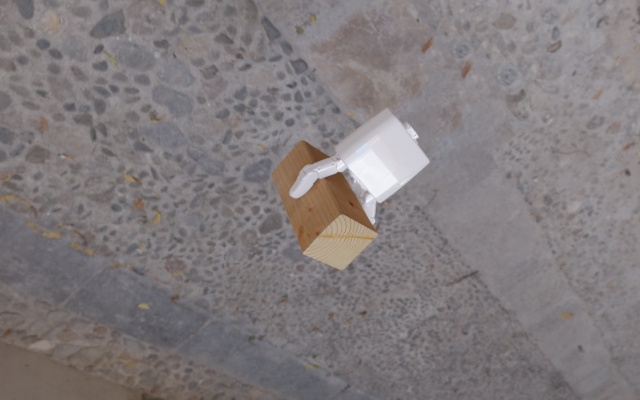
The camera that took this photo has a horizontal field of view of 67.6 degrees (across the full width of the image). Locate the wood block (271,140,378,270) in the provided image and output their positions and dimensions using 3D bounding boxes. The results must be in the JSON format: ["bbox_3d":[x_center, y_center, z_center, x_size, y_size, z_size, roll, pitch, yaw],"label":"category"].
[{"bbox_3d":[0.000,0.002,0.798,0.091,0.090,0.206,29,23,-37],"label":"wood block"}]
